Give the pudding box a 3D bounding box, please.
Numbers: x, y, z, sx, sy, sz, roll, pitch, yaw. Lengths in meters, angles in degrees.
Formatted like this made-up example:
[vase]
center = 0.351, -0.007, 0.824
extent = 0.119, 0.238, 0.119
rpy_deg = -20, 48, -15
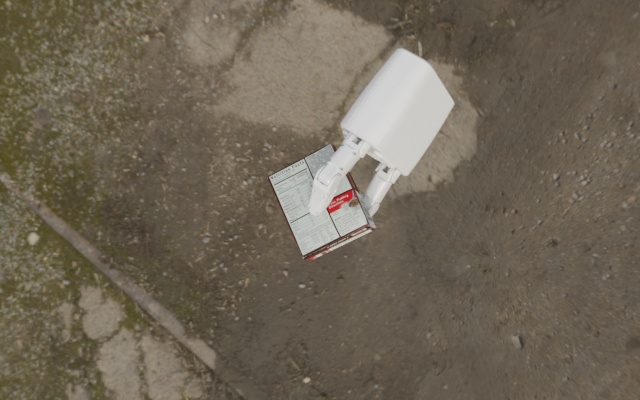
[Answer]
[pudding box]
center = 0.000, 0.002, 0.562
extent = 0.090, 0.113, 0.039
rpy_deg = -27, -17, 10
